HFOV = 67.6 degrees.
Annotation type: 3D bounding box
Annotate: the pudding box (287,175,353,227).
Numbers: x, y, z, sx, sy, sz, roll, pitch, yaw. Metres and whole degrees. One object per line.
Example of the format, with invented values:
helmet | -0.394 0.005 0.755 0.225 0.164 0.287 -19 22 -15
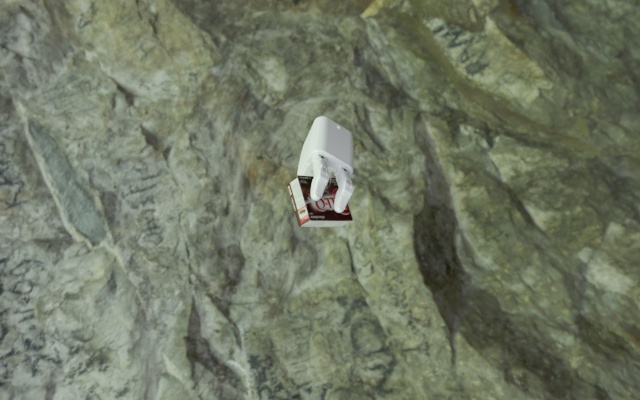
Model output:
pudding box | 0.000 0.003 0.884 0.113 0.090 0.039 1 -26 -41
